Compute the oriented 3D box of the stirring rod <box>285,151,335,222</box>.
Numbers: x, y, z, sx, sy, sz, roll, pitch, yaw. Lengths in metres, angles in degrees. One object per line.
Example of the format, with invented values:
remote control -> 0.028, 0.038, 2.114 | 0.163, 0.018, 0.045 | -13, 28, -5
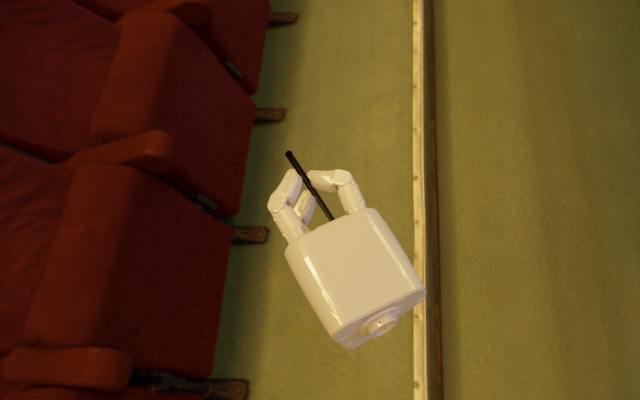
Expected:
stirring rod -> 0.000, 0.002, 0.611 | 0.011, 0.011, 0.240 | 0, -25, 18
